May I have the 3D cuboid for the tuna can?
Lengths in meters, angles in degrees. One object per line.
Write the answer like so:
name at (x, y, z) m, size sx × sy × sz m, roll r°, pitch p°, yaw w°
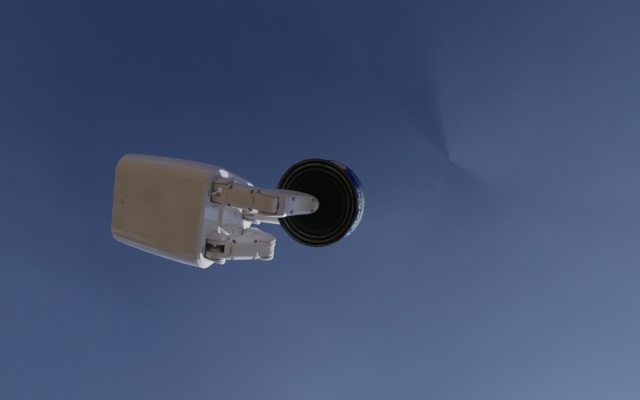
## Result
tuna can at (0.000, 0.002, 0.474) m, size 0.086 × 0.086 × 0.034 m, roll 0°, pitch 4°, yaw 21°
